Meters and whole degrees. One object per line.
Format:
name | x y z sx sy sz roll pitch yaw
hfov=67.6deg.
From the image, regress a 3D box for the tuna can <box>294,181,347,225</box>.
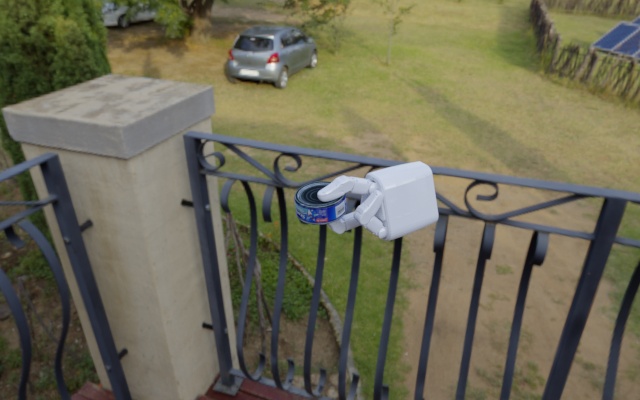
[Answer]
tuna can | 0.000 0.002 0.787 0.086 0.034 0.086 -4 31 3
